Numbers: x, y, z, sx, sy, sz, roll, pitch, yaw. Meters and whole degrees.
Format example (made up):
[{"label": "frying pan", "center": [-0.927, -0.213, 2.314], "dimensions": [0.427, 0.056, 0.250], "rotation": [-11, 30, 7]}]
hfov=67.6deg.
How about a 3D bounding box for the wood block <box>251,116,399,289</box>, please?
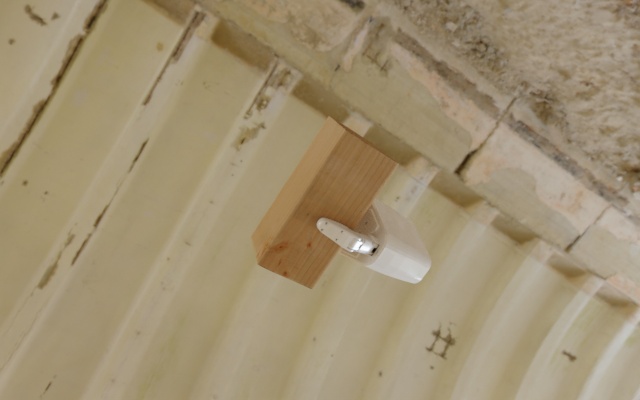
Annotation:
[{"label": "wood block", "center": [0.000, 0.003, 0.649], "dimensions": [0.090, 0.206, 0.090], "rotation": [29, 12, -23]}]
